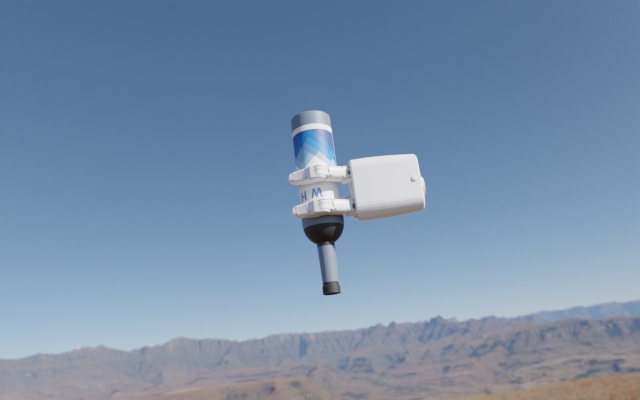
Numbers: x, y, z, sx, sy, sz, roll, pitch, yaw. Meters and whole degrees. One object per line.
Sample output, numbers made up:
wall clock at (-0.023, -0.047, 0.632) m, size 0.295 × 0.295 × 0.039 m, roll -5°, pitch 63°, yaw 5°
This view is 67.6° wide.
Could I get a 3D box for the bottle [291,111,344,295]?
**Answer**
bottle at (0.000, 0.002, 0.766) m, size 0.069 × 0.295 × 0.069 m, roll -6°, pitch -17°, yaw -2°
